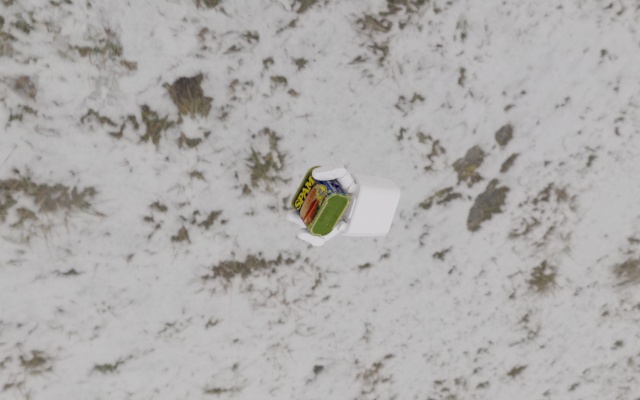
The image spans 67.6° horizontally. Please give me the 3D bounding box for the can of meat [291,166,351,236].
[{"bbox_3d":[0.000,0.003,0.866,0.057,0.102,0.084,9,33,-37],"label":"can of meat"}]
